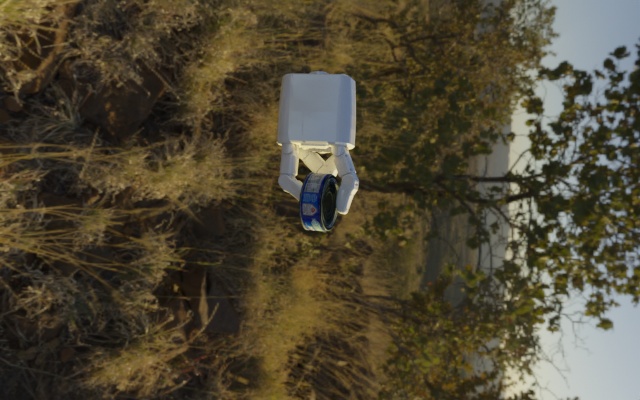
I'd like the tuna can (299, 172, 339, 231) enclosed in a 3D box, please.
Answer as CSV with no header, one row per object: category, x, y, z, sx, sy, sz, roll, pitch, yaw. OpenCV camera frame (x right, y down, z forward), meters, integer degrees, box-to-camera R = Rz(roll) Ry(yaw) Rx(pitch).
tuna can,0.001,0.002,0.699,0.034,0.086,0.086,5,2,20
